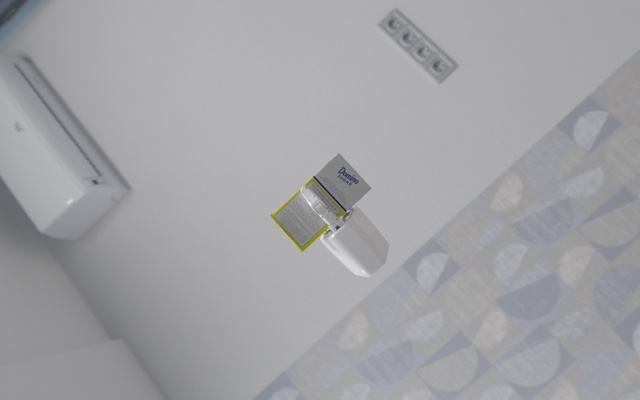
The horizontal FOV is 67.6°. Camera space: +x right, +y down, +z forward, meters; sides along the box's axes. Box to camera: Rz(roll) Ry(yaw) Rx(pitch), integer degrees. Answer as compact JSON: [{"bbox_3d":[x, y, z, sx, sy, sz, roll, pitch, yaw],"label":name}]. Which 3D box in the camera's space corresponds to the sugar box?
[{"bbox_3d":[0.000,0.003,0.899,0.176,0.093,0.048,-42,1,3],"label":"sugar box"}]
